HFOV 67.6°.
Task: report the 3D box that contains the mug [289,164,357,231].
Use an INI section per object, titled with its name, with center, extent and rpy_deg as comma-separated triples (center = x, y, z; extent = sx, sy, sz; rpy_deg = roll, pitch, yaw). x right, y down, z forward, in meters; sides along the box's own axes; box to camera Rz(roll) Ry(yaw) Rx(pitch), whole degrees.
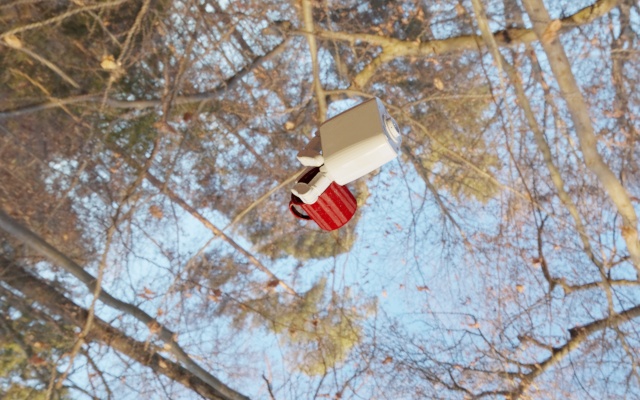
[mug]
center = -0.001, 0.003, 0.825
extent = 0.117, 0.093, 0.081
rpy_deg = -25, -56, 24
